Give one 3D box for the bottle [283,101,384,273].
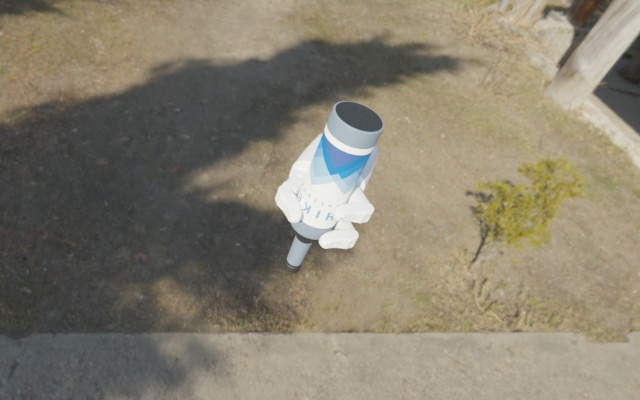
[{"bbox_3d":[0.000,0.002,0.671,0.069,0.296,0.069,14,40,-12],"label":"bottle"}]
